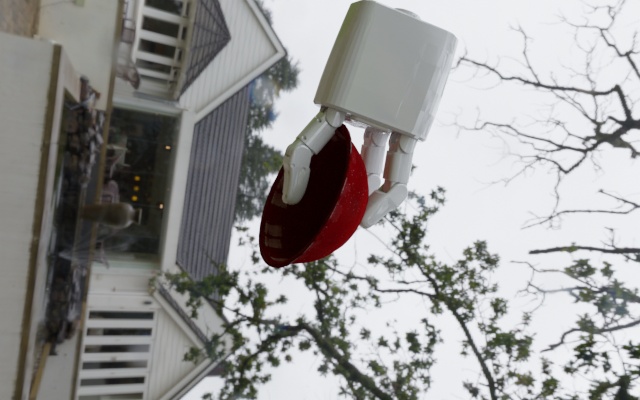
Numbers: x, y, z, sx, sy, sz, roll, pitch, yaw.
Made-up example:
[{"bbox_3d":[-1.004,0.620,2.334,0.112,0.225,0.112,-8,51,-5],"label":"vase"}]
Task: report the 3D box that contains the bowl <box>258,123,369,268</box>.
[{"bbox_3d":[0.000,0.003,0.494,0.055,0.162,0.162,27,-13,-27],"label":"bowl"}]
